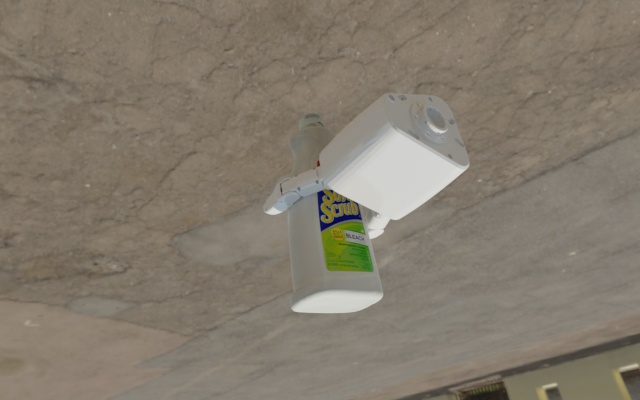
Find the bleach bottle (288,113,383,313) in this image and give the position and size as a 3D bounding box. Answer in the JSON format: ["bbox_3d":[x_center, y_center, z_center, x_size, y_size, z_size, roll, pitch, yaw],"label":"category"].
[{"bbox_3d":[0.000,0.002,0.565,0.102,0.250,0.068,10,-34,-34],"label":"bleach bottle"}]
